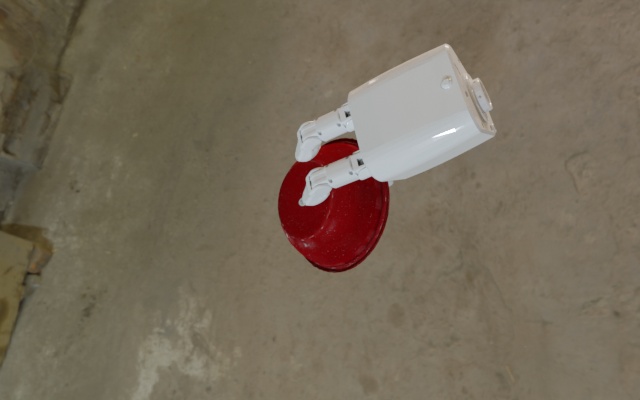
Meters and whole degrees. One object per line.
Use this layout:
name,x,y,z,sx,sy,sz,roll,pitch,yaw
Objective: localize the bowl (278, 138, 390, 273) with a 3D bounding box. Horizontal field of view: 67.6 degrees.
bowl,-0.001,0.003,0.554,0.055,0.162,0.162,9,-7,-43
